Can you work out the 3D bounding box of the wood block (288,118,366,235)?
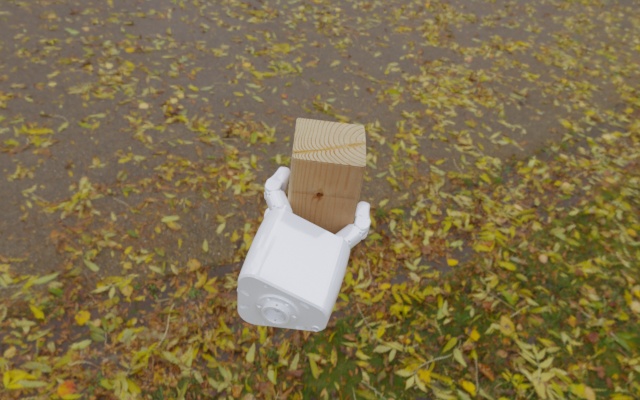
[{"bbox_3d":[0.000,0.002,0.656,0.091,0.206,0.090,7,42,-3],"label":"wood block"}]
